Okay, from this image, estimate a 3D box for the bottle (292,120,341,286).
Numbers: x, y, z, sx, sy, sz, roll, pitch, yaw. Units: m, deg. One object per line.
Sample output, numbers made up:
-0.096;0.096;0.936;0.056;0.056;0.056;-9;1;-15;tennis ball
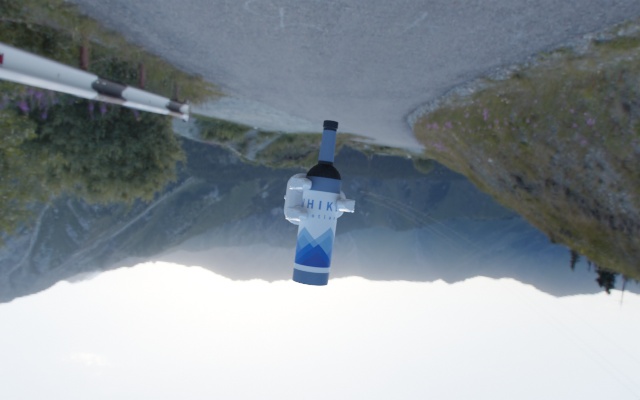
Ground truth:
0.000;0.003;0.865;0.069;0.295;0.069;7;0;0;bottle
